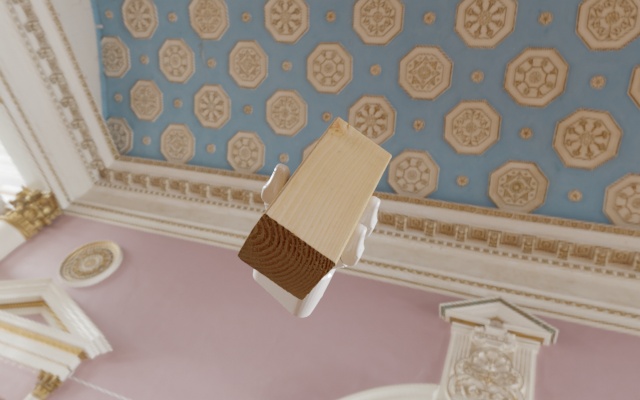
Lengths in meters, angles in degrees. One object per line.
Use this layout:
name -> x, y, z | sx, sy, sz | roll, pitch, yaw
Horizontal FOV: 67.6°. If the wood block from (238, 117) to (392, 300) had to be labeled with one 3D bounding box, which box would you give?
wood block -> 0.000, 0.002, 0.572 | 0.091, 0.206, 0.090 | 35, -46, -2
